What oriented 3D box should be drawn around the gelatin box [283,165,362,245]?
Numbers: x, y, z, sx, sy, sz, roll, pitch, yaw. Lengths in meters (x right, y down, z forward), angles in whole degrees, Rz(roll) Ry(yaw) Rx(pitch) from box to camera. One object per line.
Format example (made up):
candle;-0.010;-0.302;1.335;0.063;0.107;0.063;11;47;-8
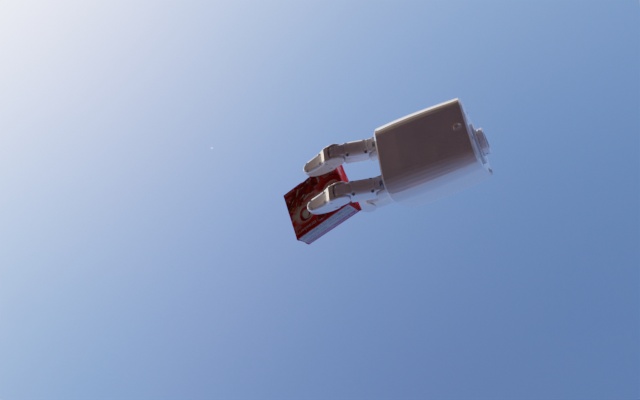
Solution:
gelatin box;0.000;0.002;0.611;0.089;0.073;0.030;-36;-37;21
